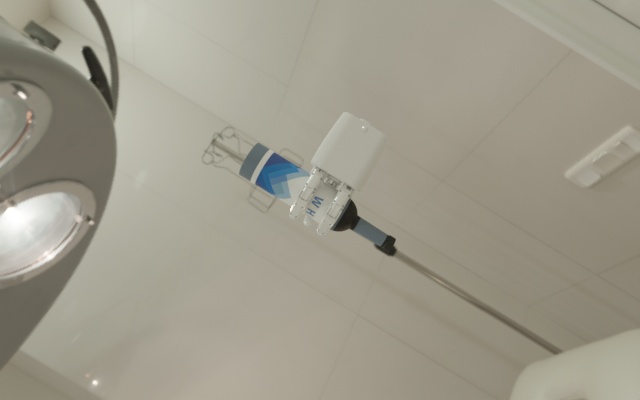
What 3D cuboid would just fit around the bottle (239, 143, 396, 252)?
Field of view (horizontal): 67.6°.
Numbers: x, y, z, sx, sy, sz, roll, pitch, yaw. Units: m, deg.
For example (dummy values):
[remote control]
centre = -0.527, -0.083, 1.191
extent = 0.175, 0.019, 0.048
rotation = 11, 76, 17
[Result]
[bottle]
centre = 0.000, 0.003, 0.839
extent = 0.296, 0.069, 0.069
rotation = 31, 0, 0
